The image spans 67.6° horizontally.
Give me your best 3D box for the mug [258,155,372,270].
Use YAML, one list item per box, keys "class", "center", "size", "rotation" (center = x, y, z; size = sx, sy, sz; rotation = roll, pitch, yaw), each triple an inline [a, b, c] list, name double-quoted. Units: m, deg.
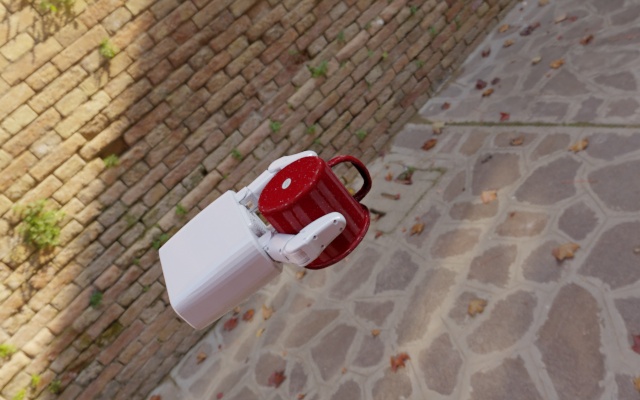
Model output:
- class: "mug"
  center: [0.001, 0.001, 0.485]
  size: [0.117, 0.081, 0.093]
  rotation: [-40, 28, 0]
